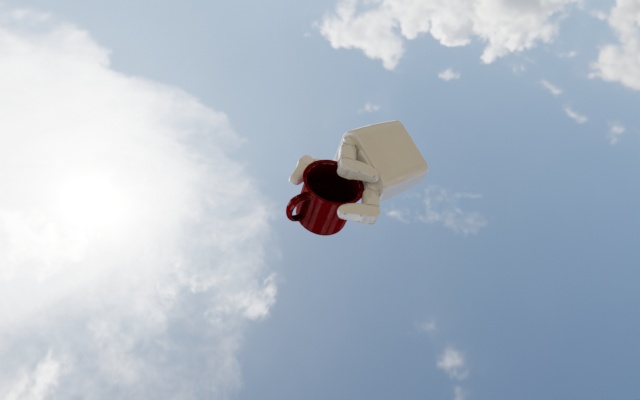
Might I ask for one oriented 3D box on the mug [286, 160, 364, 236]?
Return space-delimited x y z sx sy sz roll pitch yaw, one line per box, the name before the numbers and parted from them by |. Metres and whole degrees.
mug | -0.001 0.003 0.713 0.117 0.093 0.082 -20 -32 -33
